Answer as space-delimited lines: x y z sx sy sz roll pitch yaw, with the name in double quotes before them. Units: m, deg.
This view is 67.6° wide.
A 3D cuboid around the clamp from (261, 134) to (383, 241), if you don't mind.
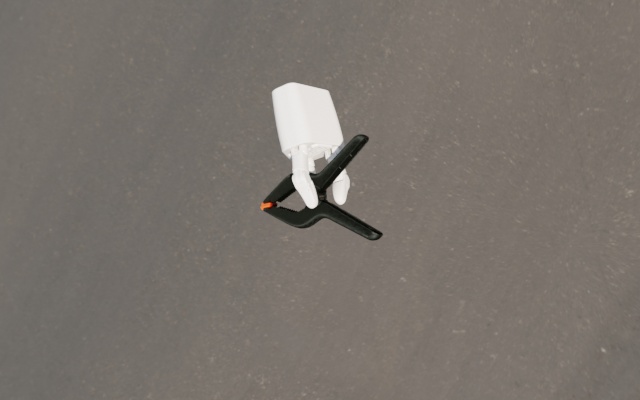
"clamp" -0.001 0.002 0.768 0.210 0.164 0.036 -18 -11 25
